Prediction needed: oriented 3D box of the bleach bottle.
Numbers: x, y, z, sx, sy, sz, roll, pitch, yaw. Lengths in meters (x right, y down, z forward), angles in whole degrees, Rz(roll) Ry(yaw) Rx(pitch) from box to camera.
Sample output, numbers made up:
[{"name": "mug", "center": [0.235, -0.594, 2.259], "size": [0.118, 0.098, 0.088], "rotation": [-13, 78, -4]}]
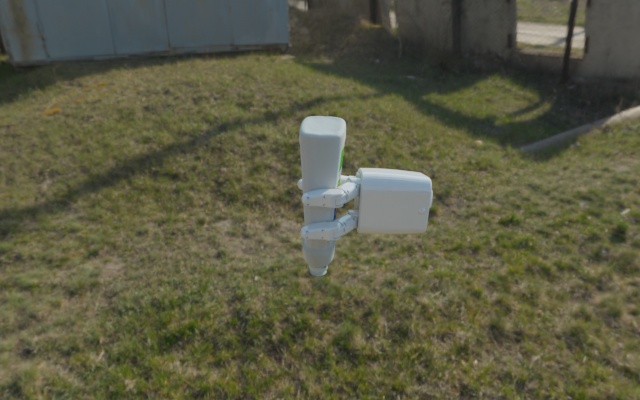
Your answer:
[{"name": "bleach bottle", "center": [0.000, 0.002, 0.752], "size": [0.068, 0.251, 0.102], "rotation": [3, 26, 3]}]
